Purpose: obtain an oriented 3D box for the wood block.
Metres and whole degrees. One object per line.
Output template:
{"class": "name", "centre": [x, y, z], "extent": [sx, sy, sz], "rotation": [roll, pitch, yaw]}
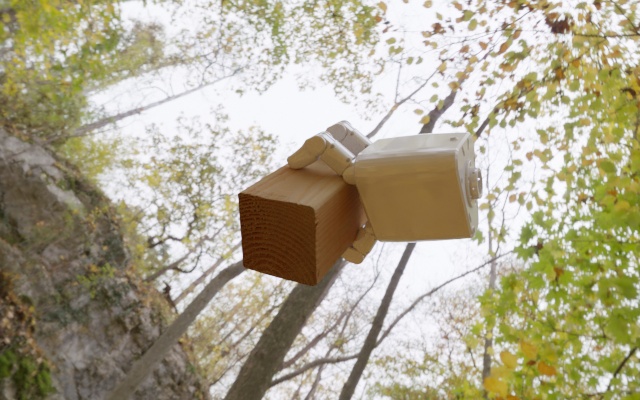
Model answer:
{"class": "wood block", "centre": [0.001, 0.002, 0.559], "extent": [0.090, 0.091, 0.206], "rotation": [11, 26, 24]}
